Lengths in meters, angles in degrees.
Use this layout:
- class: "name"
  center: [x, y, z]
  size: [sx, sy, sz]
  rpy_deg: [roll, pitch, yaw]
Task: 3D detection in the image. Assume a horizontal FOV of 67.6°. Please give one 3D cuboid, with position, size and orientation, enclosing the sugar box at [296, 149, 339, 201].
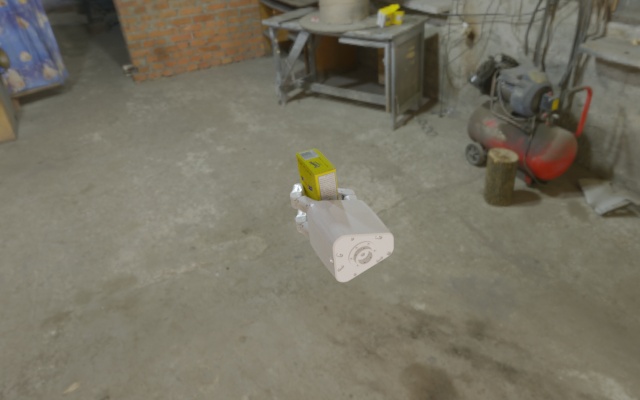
- class: "sugar box"
  center: [0.000, 0.003, 0.869]
  size: [0.048, 0.176, 0.093]
  rpy_deg: [-16, 34, -16]
